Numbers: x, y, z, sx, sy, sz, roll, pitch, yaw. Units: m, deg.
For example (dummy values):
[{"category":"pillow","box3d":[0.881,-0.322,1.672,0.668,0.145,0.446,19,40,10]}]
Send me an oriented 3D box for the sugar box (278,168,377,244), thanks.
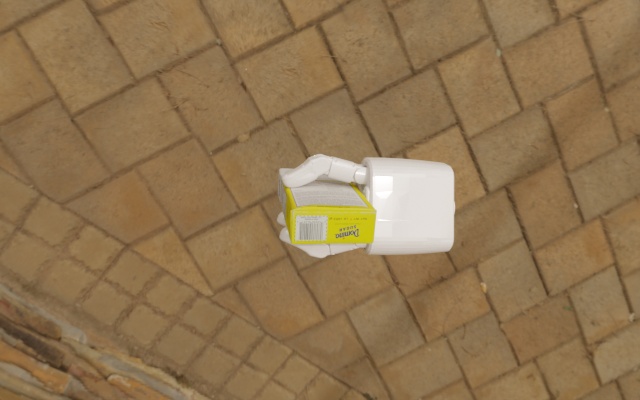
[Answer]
[{"category":"sugar box","box3d":[0.000,0.002,0.584,0.093,0.048,0.176,1,15,-9]}]
